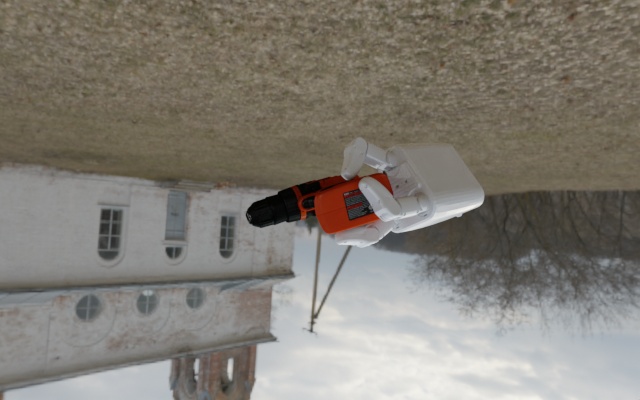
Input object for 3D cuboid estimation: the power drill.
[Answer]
[{"bbox_3d":[0.001,0.002,0.651,0.184,0.057,0.187,-19,10,-18],"label":"power drill"}]
